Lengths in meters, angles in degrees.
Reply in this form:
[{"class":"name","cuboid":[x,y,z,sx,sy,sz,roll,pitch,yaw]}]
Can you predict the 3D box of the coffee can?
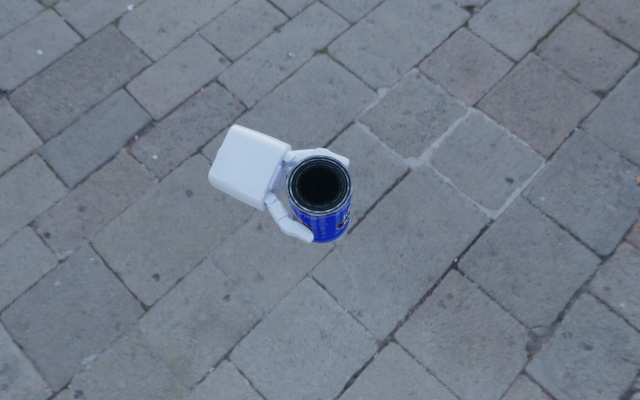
[{"class":"coffee can","cuboid":[0.000,0.003,0.788,0.103,0.102,0.140,0,-23,2]}]
